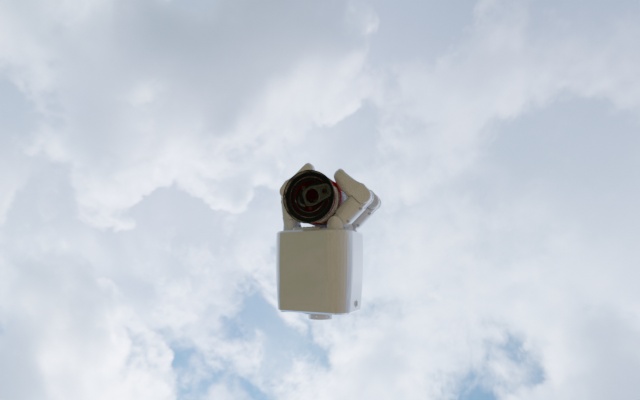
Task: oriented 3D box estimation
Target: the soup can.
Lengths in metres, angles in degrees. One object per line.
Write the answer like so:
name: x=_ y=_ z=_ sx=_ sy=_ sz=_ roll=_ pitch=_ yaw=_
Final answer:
soup can: x=0.000 y=0.002 z=0.637 sx=0.068 sy=0.068 sz=0.102 roll=0 pitch=-8 yaw=18
